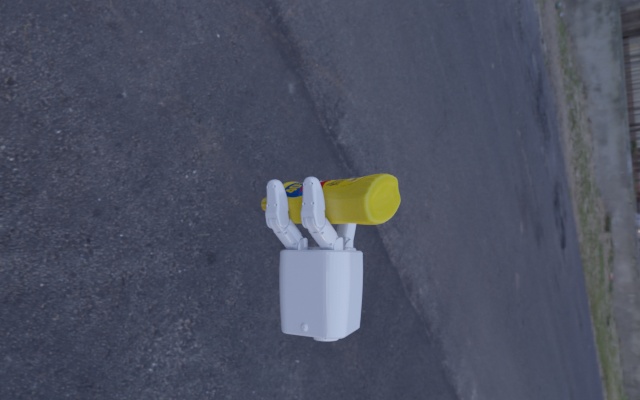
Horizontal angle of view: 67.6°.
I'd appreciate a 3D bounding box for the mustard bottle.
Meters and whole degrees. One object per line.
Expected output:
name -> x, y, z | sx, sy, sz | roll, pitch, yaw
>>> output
mustard bottle -> 0.000, 0.002, 0.626 | 0.191, 0.058, 0.096 | -3, 15, 34
